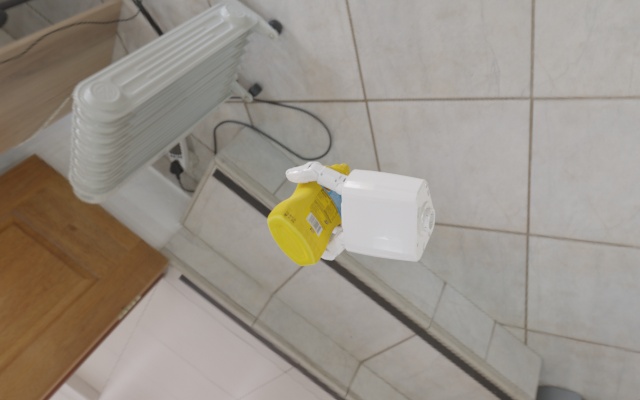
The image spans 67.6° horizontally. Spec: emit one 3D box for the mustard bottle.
[{"bbox_3d":[0.000,0.003,0.728,0.058,0.096,0.191,-16,27,42],"label":"mustard bottle"}]
